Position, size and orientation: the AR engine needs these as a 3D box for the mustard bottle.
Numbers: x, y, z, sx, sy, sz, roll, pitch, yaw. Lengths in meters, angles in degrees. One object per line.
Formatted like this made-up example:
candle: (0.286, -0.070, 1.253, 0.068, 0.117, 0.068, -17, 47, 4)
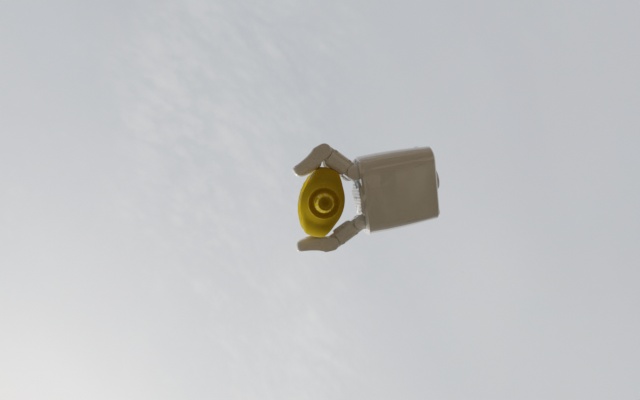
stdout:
mustard bottle: (0.000, 0.002, 0.670, 0.058, 0.096, 0.191, 14, 0, -4)
